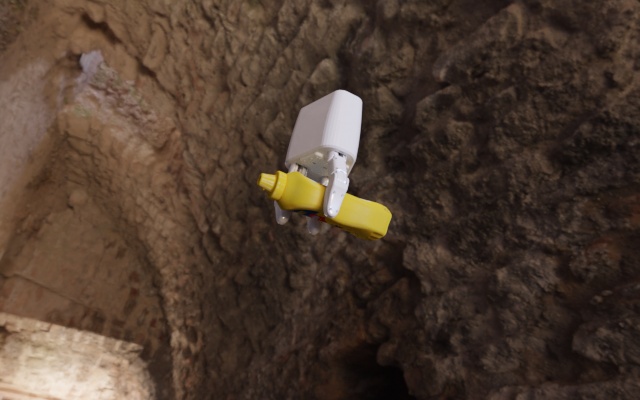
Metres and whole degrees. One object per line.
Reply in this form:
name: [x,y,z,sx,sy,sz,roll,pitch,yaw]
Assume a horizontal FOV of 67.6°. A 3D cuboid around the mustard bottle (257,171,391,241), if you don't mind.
mustard bottle: [0.000,0.003,0.687,0.192,0.058,0.096,21,-4,-21]
